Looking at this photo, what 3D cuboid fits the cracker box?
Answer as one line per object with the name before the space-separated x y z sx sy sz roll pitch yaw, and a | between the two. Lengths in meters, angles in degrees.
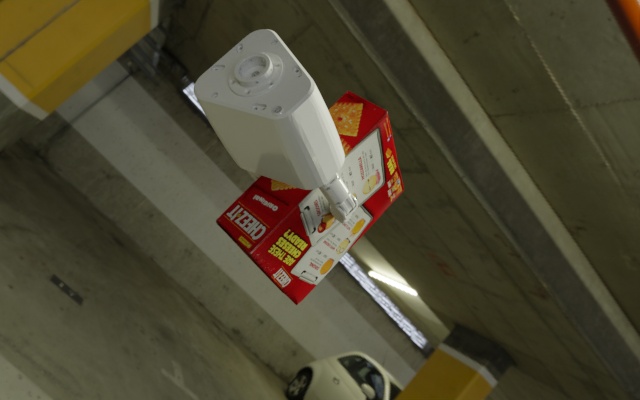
cracker box | 0.000 0.002 0.573 0.072 0.213 0.164 37 -14 32
